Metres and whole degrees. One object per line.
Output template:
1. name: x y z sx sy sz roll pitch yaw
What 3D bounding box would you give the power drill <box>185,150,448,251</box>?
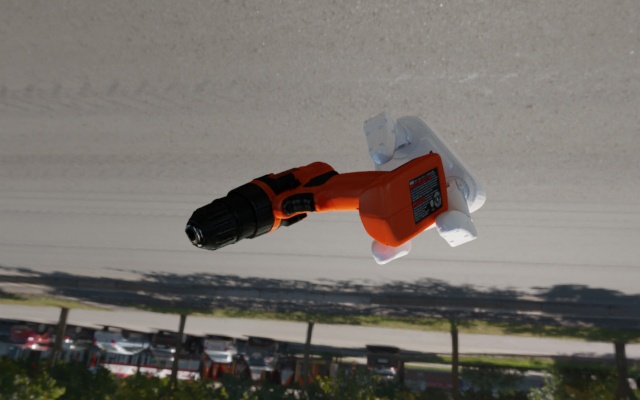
1. power drill: 0.001 0.001 0.421 0.187 0.057 0.184 2 20 41
